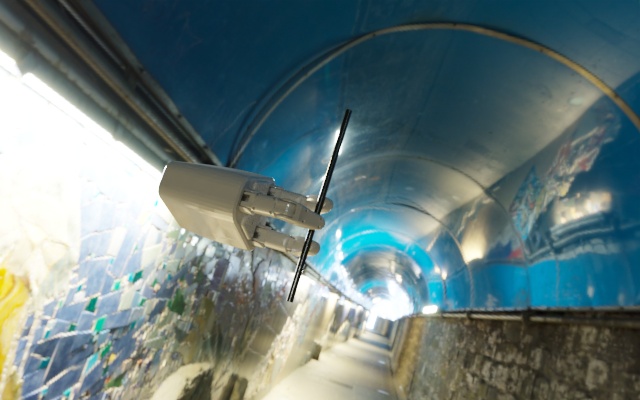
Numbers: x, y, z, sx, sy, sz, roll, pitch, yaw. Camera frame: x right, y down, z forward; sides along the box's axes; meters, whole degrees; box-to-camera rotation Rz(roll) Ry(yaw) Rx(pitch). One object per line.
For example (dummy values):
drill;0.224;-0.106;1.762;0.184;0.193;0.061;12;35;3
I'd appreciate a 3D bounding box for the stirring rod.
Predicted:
stirring rod;0.000;0.002;0.562;0.011;0.239;0.011;17;-12;4
